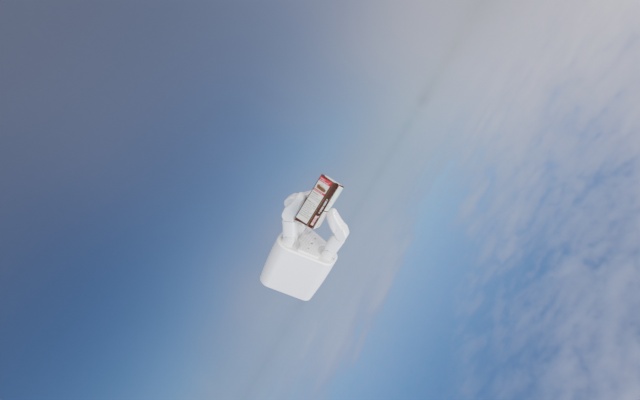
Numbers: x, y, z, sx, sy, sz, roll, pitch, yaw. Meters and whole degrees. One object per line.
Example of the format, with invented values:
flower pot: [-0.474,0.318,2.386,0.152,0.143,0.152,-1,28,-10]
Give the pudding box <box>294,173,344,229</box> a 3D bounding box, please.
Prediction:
pudding box: [0.000,0.003,0.828,0.039,0.090,0.113,31,3,4]
